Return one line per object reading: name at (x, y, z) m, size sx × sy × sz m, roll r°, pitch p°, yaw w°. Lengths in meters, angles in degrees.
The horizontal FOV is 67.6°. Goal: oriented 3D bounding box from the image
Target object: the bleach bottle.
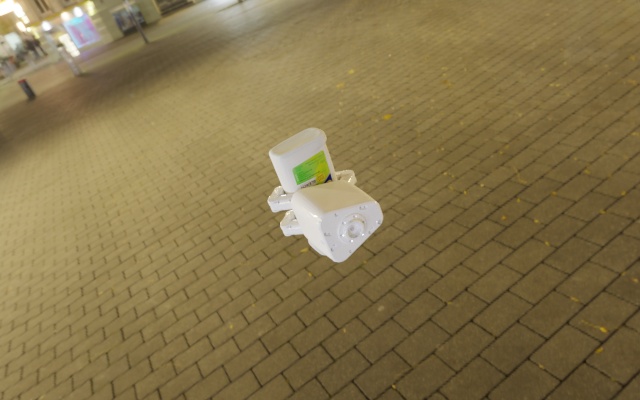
bleach bottle at (0.000, 0.003, 0.861) m, size 0.102 × 0.251 × 0.068 m, roll -31°, pitch 29°, yaw -14°
